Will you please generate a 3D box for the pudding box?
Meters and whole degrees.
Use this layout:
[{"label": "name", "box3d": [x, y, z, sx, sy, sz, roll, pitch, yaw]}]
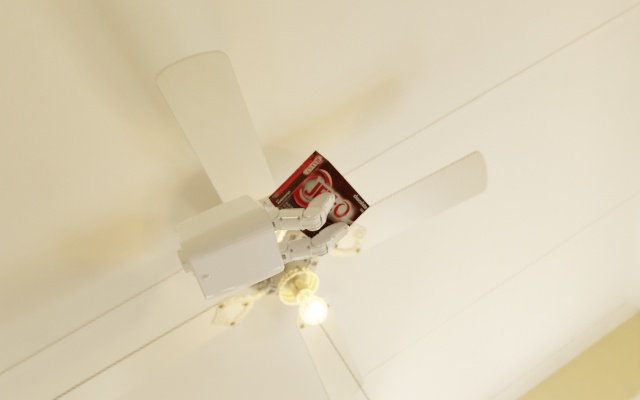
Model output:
[{"label": "pudding box", "box3d": [0.000, 0.002, 0.635, 0.113, 0.090, 0.039, 44, 2, -41]}]
